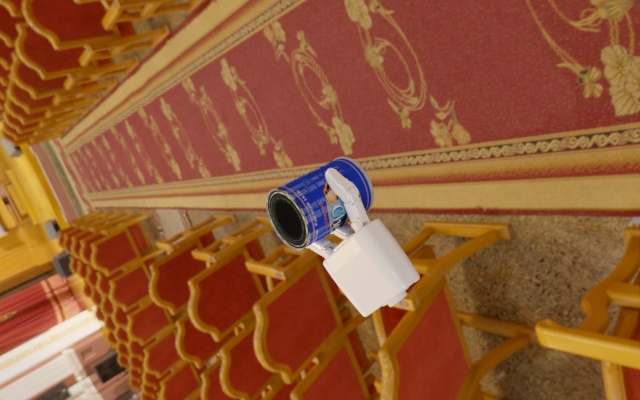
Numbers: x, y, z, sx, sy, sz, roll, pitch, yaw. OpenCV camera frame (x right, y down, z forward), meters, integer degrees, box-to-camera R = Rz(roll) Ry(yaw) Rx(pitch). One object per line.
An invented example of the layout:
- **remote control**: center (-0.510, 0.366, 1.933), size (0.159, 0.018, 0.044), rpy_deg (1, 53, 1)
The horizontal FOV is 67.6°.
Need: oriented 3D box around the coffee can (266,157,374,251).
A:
- **coffee can**: center (0.000, 0.002, 0.754), size (0.140, 0.103, 0.103), rpy_deg (-28, 16, -33)
